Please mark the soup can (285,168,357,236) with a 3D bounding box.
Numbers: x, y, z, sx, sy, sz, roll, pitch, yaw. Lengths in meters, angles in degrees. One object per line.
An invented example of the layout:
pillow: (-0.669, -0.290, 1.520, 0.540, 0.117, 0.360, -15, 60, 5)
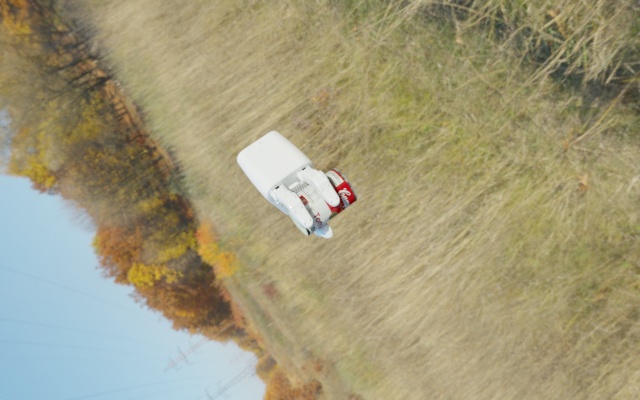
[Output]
soup can: (0.000, 0.003, 0.787, 0.102, 0.068, 0.068, -36, 9, -13)
